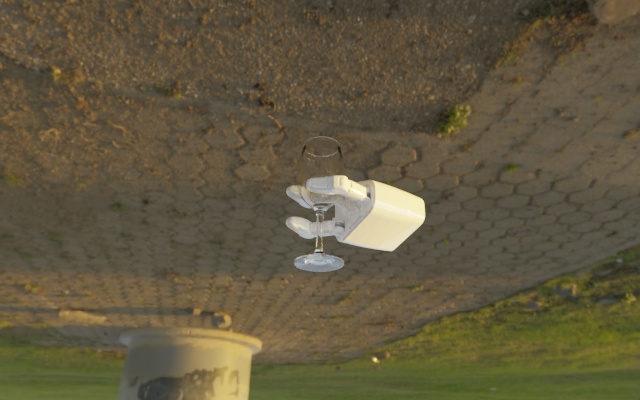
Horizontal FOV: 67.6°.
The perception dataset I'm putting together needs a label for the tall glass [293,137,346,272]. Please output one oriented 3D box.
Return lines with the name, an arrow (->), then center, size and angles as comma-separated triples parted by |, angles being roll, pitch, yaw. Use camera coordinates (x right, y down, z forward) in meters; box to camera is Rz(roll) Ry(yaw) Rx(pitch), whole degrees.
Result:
tall glass -> 0.000, 0.003, 0.734 | 0.079, 0.201, 0.079 | 1, -25, 0
